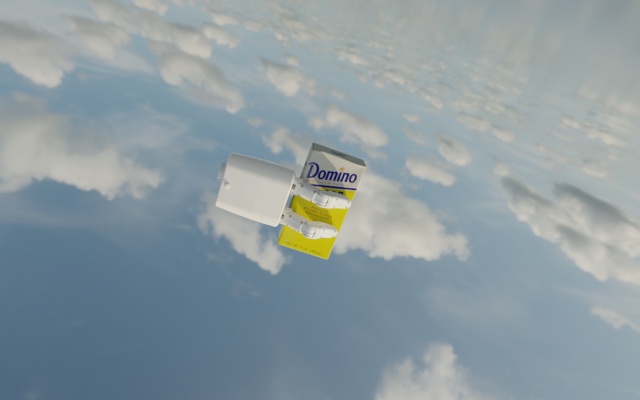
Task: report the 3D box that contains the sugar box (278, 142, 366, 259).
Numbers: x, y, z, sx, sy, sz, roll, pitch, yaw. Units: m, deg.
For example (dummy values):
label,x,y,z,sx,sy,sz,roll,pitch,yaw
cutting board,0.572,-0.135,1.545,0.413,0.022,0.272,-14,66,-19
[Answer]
label,x,y,z,sx,sy,sz,roll,pitch,yaw
sugar box,0.000,0.003,0.791,0.093,0.176,0.048,18,21,-9
